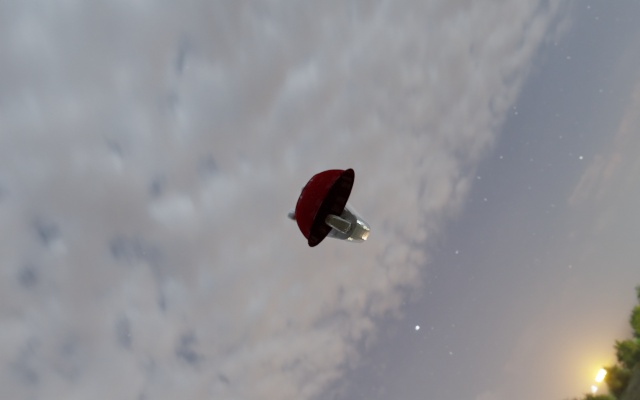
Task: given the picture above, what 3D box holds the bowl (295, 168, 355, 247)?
[{"bbox_3d":[0.000,0.002,0.874,0.055,0.162,0.162,28,8,16],"label":"bowl"}]
